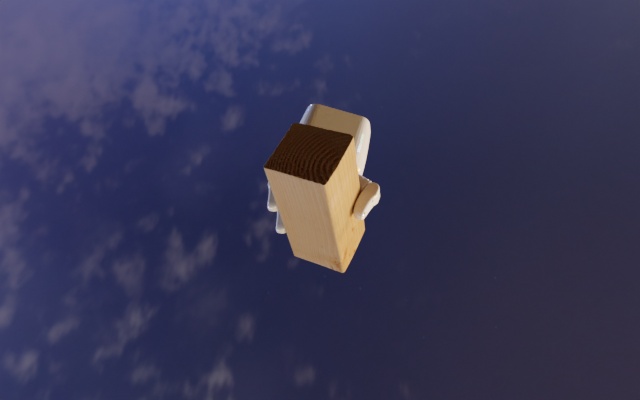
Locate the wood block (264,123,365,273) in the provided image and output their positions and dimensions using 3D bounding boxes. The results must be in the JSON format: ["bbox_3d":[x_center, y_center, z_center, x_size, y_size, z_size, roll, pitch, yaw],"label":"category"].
[{"bbox_3d":[0.001,0.002,0.678,0.091,0.090,0.206,16,-34,22],"label":"wood block"}]
